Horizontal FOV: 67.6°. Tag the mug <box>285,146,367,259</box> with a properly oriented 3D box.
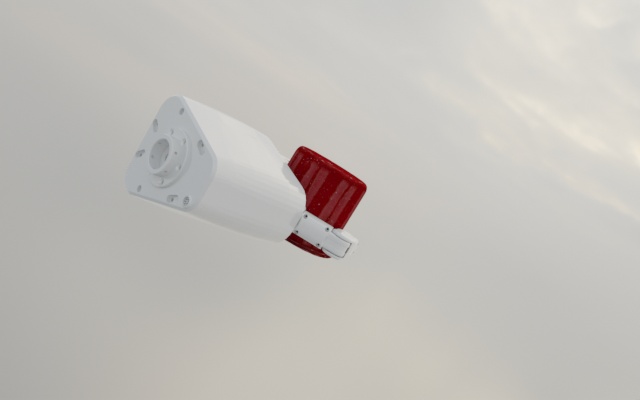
[{"bbox_3d":[0.001,0.002,0.489,0.093,0.081,0.117,37,9,37],"label":"mug"}]
